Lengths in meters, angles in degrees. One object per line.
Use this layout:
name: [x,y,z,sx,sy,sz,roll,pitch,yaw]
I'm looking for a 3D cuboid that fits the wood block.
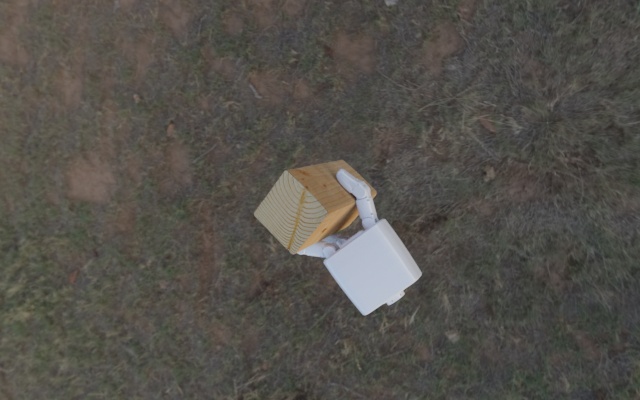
wood block: [0.001,0.003,0.766,0.090,0.091,0.206,45,24,12]
